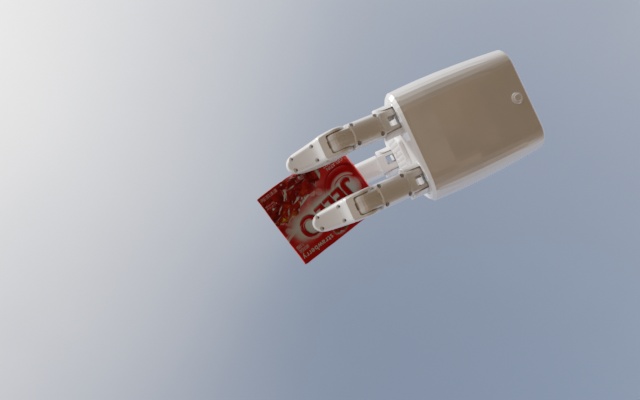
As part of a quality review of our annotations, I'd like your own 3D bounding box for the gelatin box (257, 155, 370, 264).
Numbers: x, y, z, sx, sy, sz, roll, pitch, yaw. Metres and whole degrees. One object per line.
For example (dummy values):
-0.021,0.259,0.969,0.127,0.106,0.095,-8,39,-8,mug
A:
0.000,0.002,0.431,0.089,0.073,0.030,-37,-1,3,gelatin box
